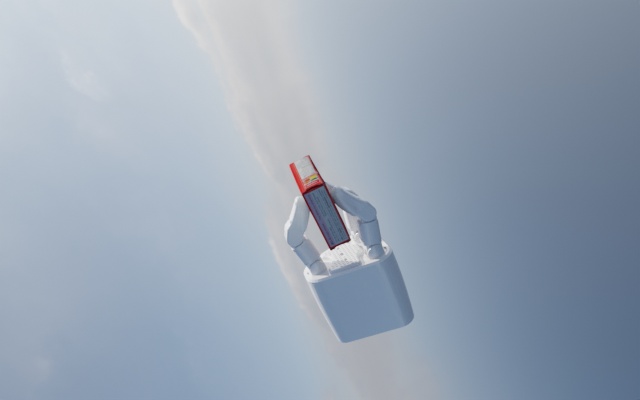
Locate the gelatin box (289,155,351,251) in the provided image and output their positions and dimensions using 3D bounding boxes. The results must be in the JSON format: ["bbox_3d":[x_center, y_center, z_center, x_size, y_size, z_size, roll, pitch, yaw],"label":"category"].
[{"bbox_3d":[0.000,0.002,0.552,0.030,0.089,0.073,-27,33,1],"label":"gelatin box"}]
